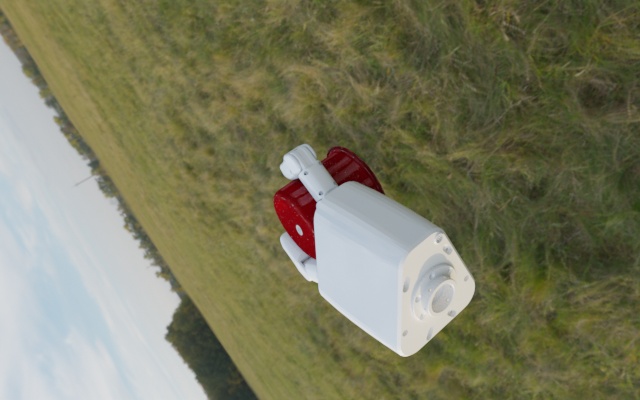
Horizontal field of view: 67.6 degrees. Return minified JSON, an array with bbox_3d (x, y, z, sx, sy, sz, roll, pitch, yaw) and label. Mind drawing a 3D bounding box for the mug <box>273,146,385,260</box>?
[{"bbox_3d":[-0.001,0.001,0.490,0.081,0.093,0.117,-35,37,-20],"label":"mug"}]
